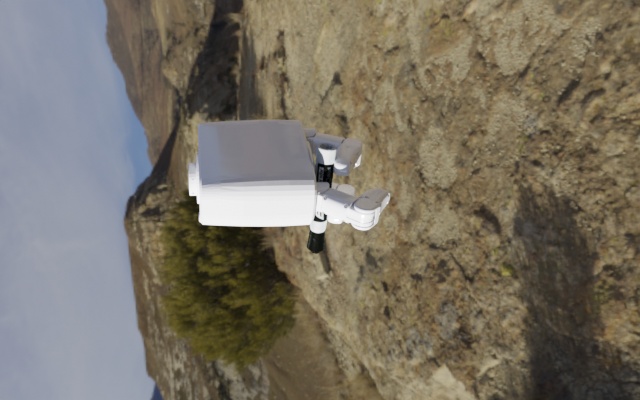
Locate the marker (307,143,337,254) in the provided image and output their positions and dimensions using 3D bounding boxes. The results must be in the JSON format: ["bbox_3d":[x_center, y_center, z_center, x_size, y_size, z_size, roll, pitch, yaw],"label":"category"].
[{"bbox_3d":[0.000,0.002,0.479,0.020,0.121,0.020,5,29,-3],"label":"marker"}]
